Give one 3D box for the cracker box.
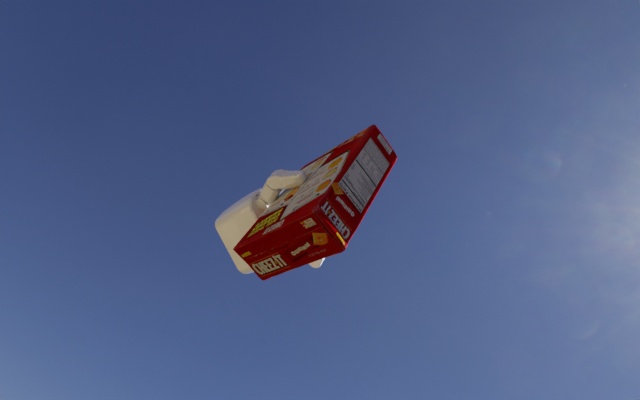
[{"bbox_3d":[0.000,0.002,0.665,0.164,0.072,0.213,-27,20,41],"label":"cracker box"}]
